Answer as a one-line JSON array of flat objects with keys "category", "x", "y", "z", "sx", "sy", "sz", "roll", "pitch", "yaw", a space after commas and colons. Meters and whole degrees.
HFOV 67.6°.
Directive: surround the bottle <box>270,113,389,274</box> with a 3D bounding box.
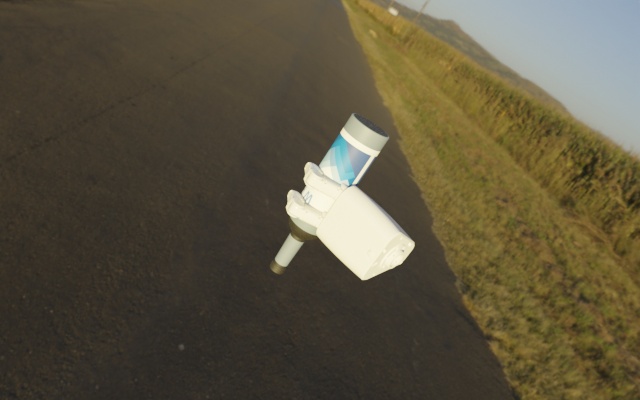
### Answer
[{"category": "bottle", "x": 0.000, "y": 0.002, "z": 0.768, "sx": 0.069, "sy": 0.296, "sz": 0.069, "roll": 29, "pitch": 21, "yaw": -12}]
